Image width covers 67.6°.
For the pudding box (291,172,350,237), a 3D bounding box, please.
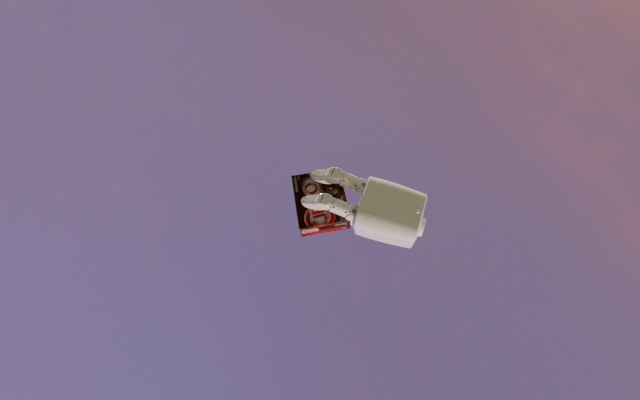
[{"bbox_3d":[0.000,0.003,0.853,0.090,0.113,0.039,-10,-30,-1],"label":"pudding box"}]
